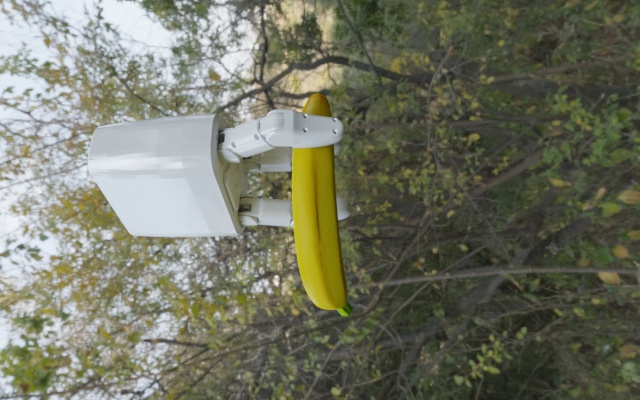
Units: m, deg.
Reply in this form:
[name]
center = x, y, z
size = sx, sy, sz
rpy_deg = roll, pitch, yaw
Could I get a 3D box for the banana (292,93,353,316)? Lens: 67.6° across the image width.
[banana]
center = -0.002, 0.005, 0.395
size = 0.037, 0.198, 0.069
rpy_deg = -5, 0, 8
